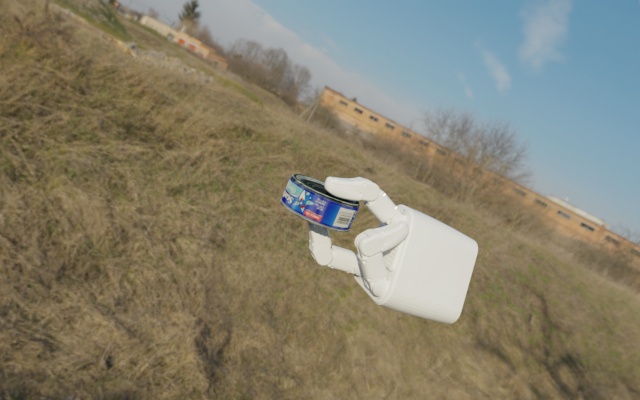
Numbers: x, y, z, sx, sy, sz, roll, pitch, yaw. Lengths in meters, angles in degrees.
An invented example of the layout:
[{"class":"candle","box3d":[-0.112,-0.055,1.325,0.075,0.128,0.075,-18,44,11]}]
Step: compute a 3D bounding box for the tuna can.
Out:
[{"class":"tuna can","box3d":[0.000,0.001,0.537,0.086,0.034,0.086,23,11,-5]}]
